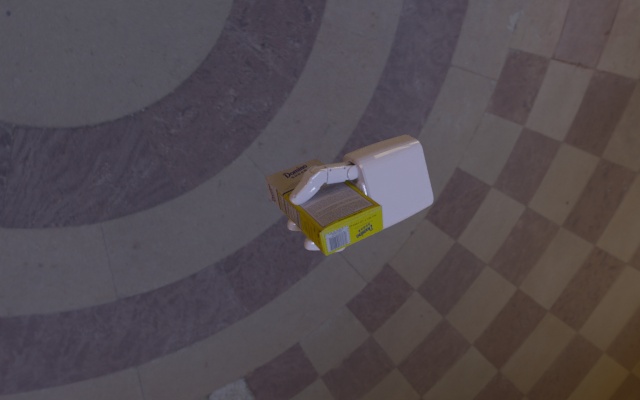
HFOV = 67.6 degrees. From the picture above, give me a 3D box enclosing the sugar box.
[{"bbox_3d":[0.000,0.003,0.674,0.093,0.048,0.176,-21,32,-21],"label":"sugar box"}]
